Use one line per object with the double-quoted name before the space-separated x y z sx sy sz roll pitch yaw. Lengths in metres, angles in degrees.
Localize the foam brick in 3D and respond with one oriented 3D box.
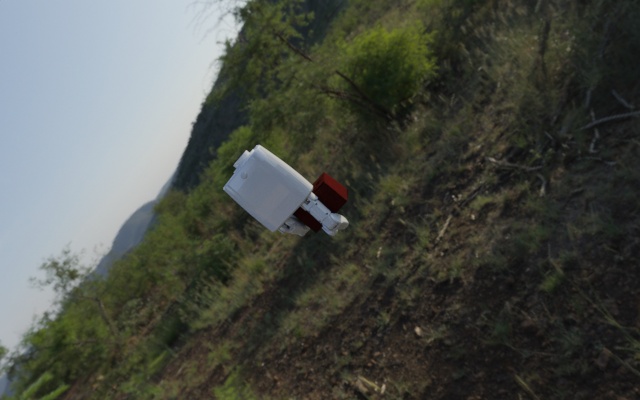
"foam brick" 0.000 0.002 0.775 0.051 0.078 0.053 40 17 -11
